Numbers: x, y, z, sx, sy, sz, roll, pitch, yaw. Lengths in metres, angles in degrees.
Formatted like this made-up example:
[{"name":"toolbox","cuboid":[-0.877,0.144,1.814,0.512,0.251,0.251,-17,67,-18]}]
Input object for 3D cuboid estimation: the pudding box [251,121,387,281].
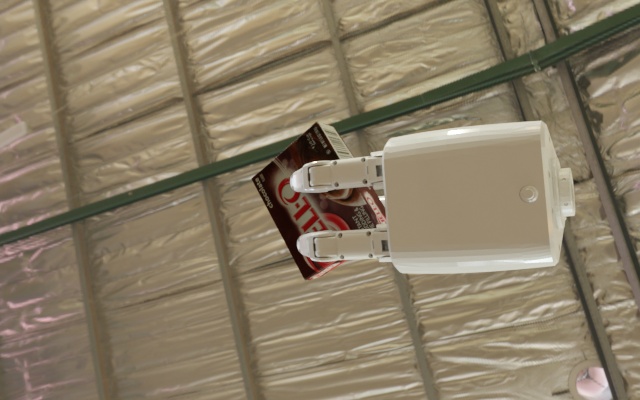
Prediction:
[{"name":"pudding box","cuboid":[0.000,0.001,0.429,0.090,0.113,0.039,-37,-19,26]}]
